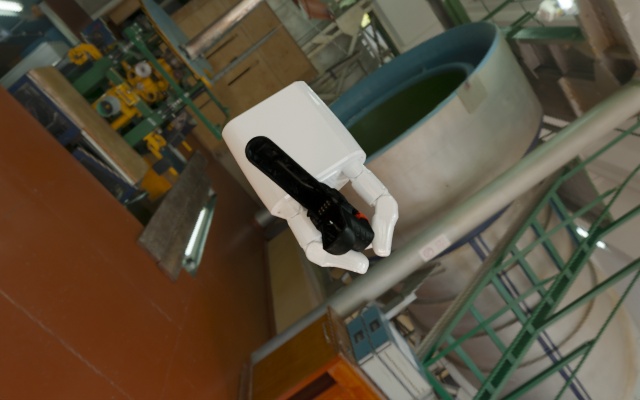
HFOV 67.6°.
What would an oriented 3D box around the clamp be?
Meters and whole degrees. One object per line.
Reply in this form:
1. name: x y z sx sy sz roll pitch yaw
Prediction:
1. clamp: 0.001 0.001 0.422 0.039 0.120 0.171 -39 -15 6
